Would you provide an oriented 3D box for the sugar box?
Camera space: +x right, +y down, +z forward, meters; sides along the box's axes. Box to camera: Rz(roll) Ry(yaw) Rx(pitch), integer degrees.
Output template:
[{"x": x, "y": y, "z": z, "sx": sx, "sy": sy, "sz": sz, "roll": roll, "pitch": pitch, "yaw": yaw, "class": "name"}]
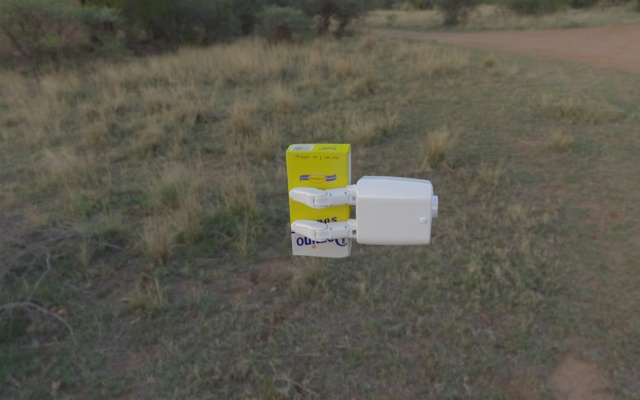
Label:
[{"x": 0.000, "y": 0.003, "z": 0.730, "sx": 0.093, "sy": 0.176, "sz": 0.048, "roll": 1, "pitch": 23, "yaw": 10, "class": "sugar box"}]
